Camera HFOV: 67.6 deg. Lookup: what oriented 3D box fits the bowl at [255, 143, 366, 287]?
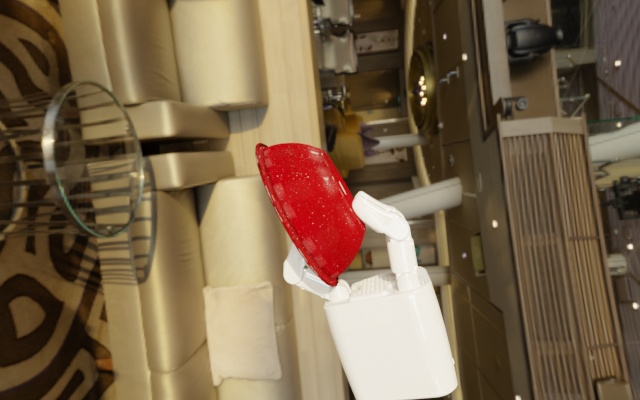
[{"bbox_3d":[0.000,0.000,0.474,0.055,0.162,0.162,-29,-4,8],"label":"bowl"}]
